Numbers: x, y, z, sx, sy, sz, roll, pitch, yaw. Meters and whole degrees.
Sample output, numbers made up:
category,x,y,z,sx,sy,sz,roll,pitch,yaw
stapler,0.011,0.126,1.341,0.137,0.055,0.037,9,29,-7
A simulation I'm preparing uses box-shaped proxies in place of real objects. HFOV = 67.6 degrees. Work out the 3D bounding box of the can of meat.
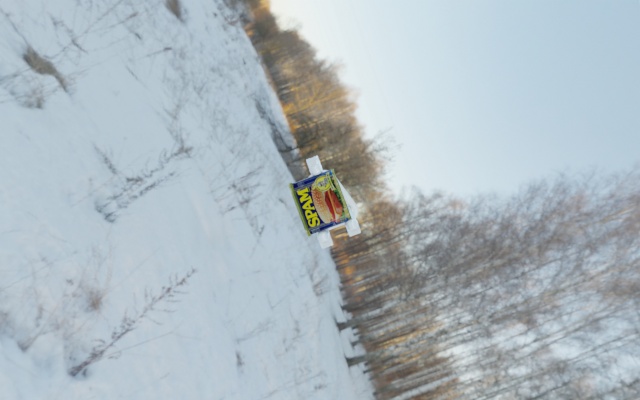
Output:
category,x,y,z,sx,sy,sz,roll,pitch,yaw
can of meat,0.000,0.003,0.846,0.084,0.102,0.057,-20,3,1
